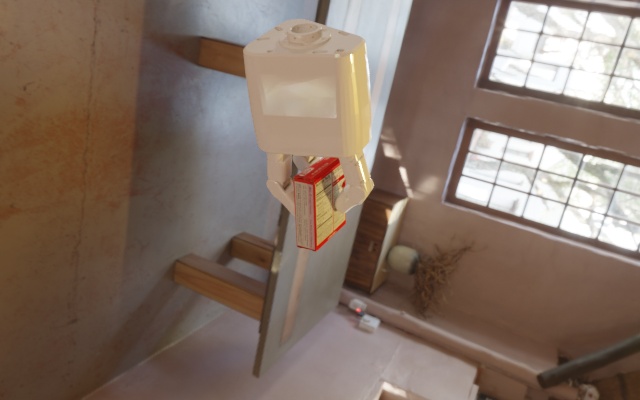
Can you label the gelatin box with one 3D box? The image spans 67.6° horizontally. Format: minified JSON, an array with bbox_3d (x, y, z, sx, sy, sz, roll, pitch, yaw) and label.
[{"bbox_3d":[0.001,0.002,0.545,0.030,0.089,0.073,12,30,27],"label":"gelatin box"}]
